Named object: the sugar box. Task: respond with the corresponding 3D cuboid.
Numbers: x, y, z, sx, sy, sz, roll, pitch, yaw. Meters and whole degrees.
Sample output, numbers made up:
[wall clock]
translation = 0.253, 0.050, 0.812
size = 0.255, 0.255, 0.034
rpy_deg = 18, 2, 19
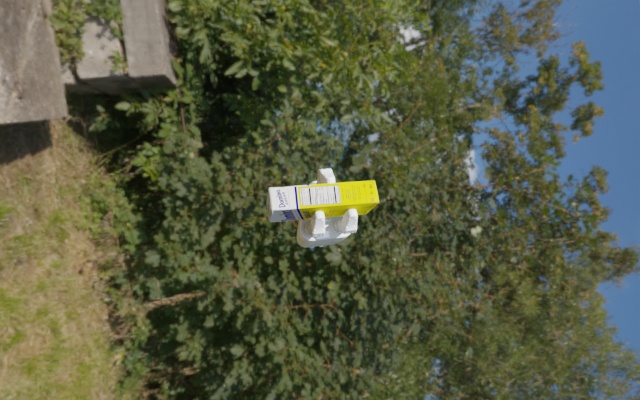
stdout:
[sugar box]
translation = 0.000, 0.003, 0.799
size = 0.176, 0.048, 0.093
rpy_deg = -7, -14, -10
